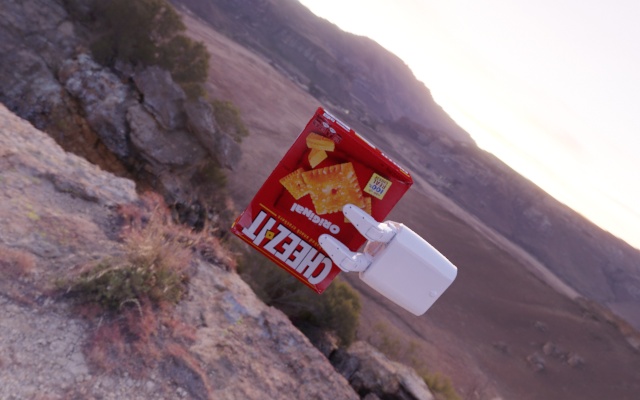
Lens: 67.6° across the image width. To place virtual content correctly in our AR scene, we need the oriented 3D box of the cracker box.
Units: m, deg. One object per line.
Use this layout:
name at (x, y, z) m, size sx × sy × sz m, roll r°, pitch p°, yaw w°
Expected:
cracker box at (0.000, 0.002, 0.679) m, size 0.164 × 0.214 × 0.072 m, roll 36°, pitch 14°, yaw -6°
